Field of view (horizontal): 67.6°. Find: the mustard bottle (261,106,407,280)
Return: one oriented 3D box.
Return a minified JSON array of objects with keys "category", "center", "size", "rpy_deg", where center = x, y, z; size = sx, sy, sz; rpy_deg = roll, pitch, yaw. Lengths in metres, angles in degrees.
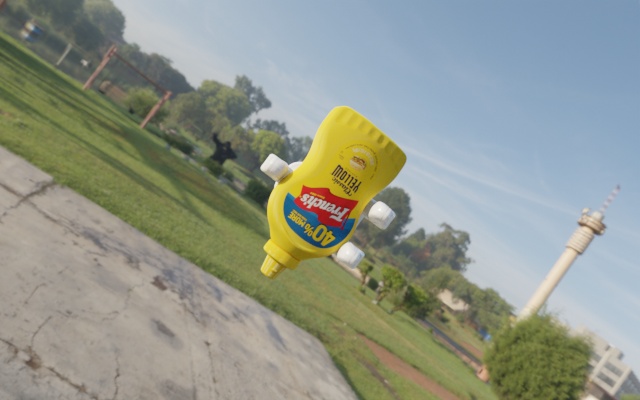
[{"category":"mustard bottle","center":[0.000,0.001,0.507],"size":[0.096,0.191,0.058],"rpy_deg":[37,-1,-18]}]
